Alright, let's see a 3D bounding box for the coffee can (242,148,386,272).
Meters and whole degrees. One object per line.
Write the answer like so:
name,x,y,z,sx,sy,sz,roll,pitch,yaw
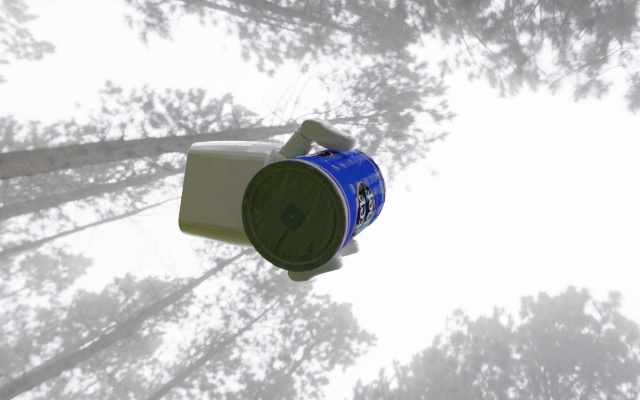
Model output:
coffee can,0.000,0.002,0.485,0.103,0.103,0.140,0,11,22
